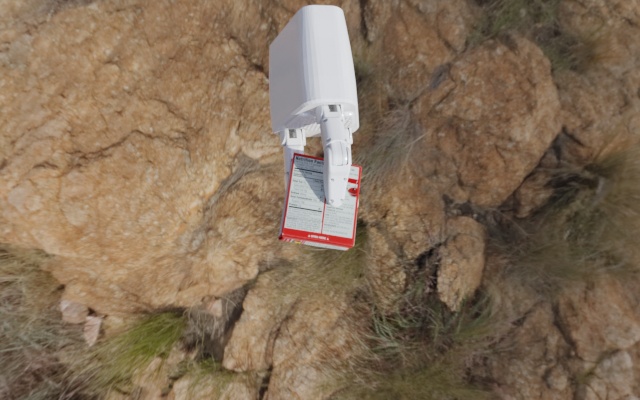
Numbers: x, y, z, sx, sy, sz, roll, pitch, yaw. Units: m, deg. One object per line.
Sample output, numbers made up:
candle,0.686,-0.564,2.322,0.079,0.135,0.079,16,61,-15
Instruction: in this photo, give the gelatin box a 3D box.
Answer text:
gelatin box,0.000,0.002,0.487,0.073,0.089,0.030,10,-17,-10
